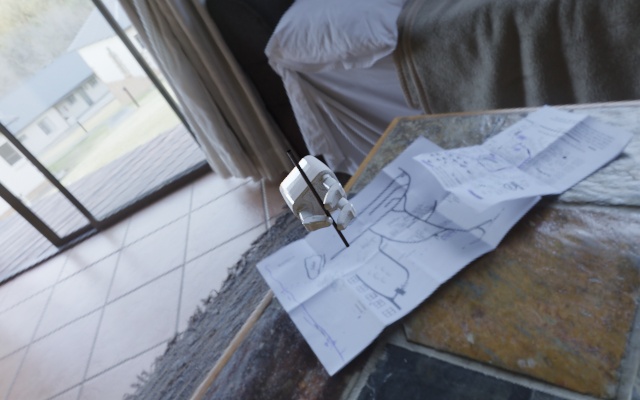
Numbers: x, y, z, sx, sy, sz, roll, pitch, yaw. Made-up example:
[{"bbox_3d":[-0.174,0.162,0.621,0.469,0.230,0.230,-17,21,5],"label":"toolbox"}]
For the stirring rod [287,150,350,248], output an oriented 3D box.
[{"bbox_3d":[0.000,0.003,0.875,0.011,0.240,0.011,-22,33,15],"label":"stirring rod"}]
